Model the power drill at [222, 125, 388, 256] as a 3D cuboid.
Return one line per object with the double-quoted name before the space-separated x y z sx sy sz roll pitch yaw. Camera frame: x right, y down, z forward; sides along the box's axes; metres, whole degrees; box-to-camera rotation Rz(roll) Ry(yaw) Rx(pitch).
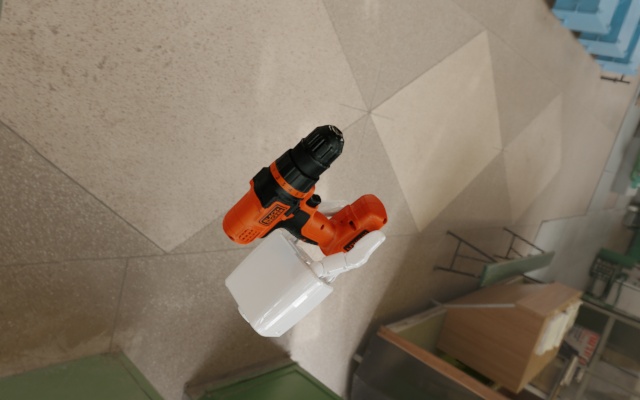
"power drill" 0.000 0.002 0.589 0.184 0.057 0.188 -41 -41 23
